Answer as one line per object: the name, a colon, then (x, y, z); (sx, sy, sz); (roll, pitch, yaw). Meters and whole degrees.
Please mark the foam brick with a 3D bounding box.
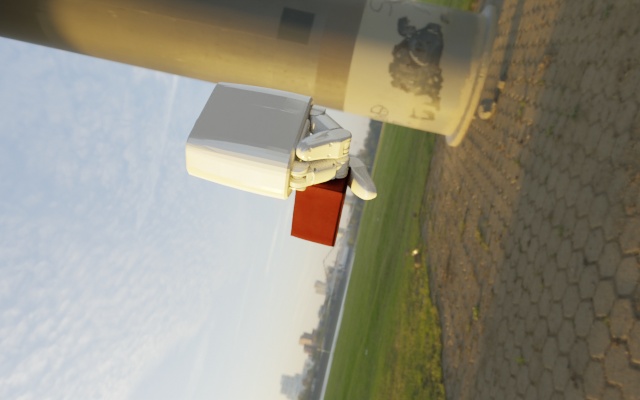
foam brick: (0.000, 0.002, 0.526); (0.051, 0.078, 0.053); (12, 37, 4)
